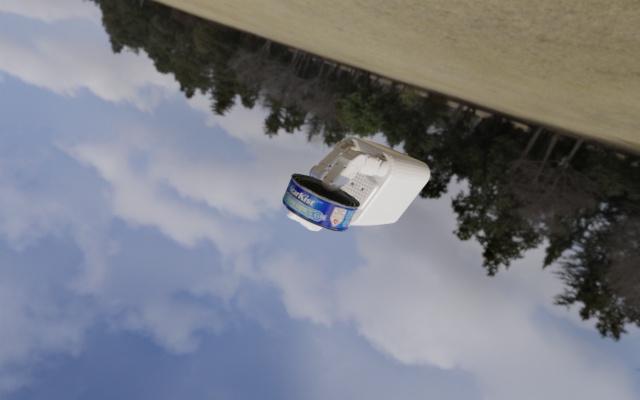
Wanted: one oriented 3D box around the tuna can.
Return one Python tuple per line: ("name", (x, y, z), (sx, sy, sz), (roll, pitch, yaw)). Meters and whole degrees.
("tuna can", (0.000, 0.002, 0.551), (0.086, 0.034, 0.086), (23, 13, -6))
